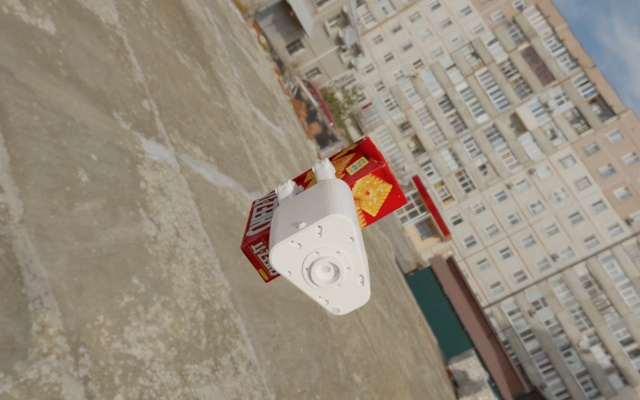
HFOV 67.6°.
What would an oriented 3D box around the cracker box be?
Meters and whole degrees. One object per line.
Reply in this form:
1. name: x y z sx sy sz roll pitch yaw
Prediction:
1. cracker box: 0.000 0.002 0.669 0.214 0.072 0.164 -29 19 9
